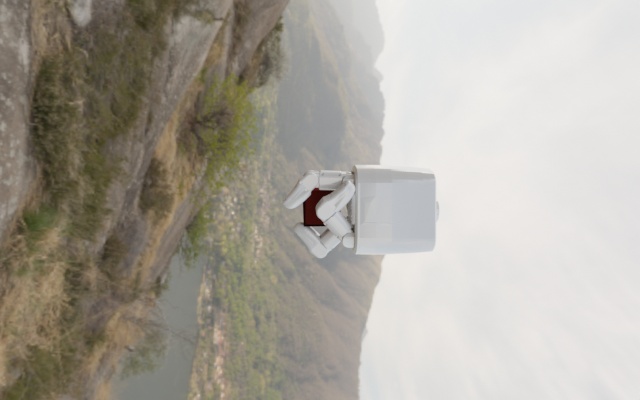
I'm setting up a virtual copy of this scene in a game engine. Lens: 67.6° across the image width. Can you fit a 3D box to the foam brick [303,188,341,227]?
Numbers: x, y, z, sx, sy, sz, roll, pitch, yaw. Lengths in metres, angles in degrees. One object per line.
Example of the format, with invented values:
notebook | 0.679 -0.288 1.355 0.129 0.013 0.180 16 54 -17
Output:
foam brick | 0.000 0.002 0.682 0.051 0.053 0.078 -2 15 -3
